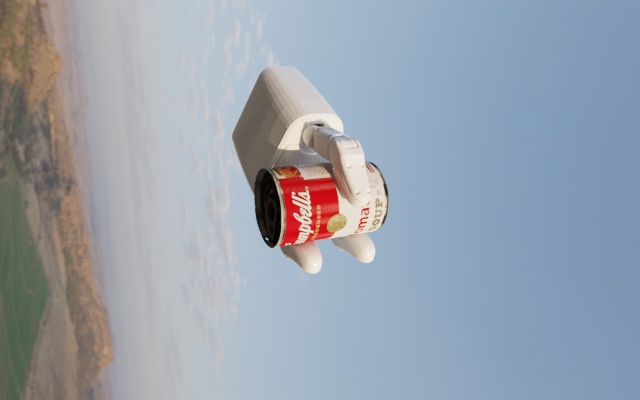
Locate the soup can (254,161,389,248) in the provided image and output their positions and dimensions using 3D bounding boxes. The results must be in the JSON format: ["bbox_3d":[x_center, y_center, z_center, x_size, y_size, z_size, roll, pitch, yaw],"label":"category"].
[{"bbox_3d":[0.001,0.002,0.422,0.102,0.068,0.068,-7,3,-26],"label":"soup can"}]
